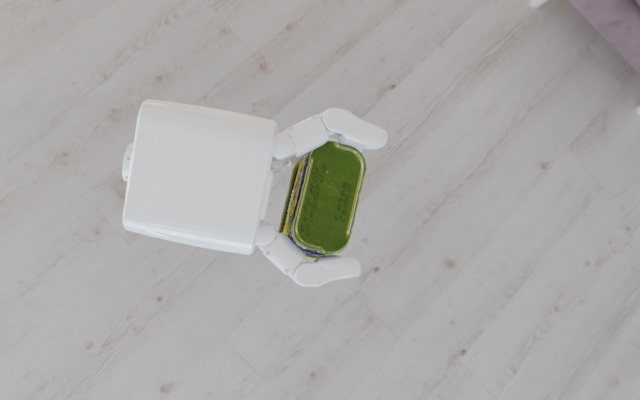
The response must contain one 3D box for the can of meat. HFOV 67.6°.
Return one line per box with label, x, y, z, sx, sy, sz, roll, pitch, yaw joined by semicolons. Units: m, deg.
can of meat;0.000;0.002;0.442;0.057;0.102;0.084;14;-10;-9
